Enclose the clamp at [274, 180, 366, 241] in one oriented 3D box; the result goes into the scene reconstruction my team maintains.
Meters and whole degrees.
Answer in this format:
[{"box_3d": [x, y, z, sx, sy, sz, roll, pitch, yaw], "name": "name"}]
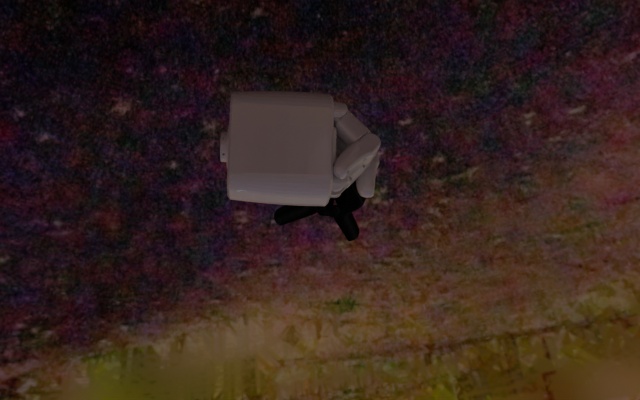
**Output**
[{"box_3d": [0.000, 0.002, 0.607, 0.120, 0.039, 0.172, 4, -31, -3], "name": "clamp"}]
